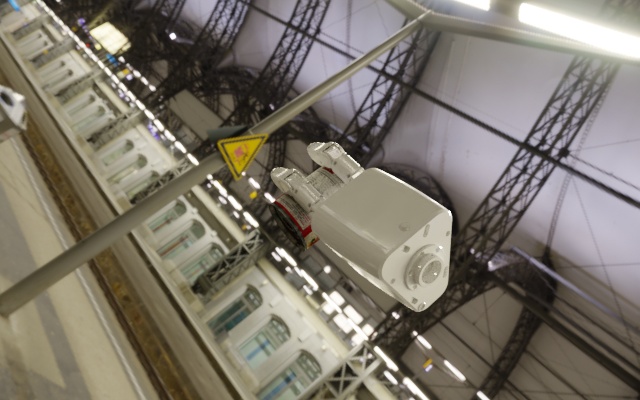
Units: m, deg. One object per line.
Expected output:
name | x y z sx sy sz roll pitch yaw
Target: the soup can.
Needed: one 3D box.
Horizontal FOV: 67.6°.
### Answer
soup can | 0.000 0.002 0.556 0.102 0.068 0.068 -37 12 -16
